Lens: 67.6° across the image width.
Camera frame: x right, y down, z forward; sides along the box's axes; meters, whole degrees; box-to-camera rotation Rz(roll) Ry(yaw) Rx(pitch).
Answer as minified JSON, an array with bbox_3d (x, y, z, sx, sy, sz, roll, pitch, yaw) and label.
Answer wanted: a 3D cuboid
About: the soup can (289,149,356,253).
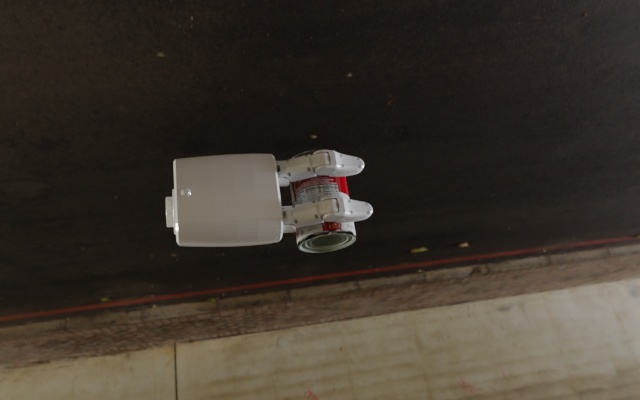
[{"bbox_3d":[0.001,0.002,0.549,0.068,0.102,0.068,-8,-22,-3],"label":"soup can"}]
